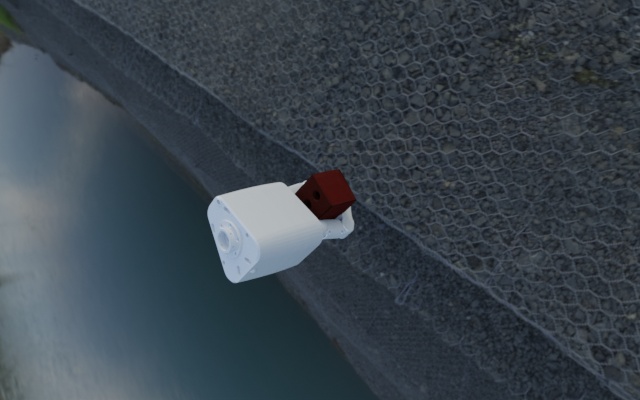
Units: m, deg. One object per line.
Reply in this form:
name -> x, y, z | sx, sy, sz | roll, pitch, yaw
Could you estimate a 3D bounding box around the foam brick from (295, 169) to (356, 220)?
foam brick -> 0.000, 0.002, 0.657 | 0.051, 0.053, 0.078 | -12, -25, -44
